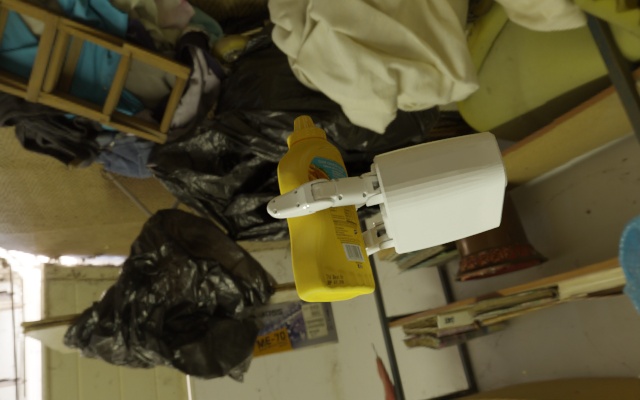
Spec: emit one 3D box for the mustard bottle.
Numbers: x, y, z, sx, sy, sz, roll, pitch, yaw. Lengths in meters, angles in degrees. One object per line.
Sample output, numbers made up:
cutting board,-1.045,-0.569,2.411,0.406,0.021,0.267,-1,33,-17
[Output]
mustard bottle,0.000,0.002,0.479,0.058,0.191,0.096,-23,-21,31
